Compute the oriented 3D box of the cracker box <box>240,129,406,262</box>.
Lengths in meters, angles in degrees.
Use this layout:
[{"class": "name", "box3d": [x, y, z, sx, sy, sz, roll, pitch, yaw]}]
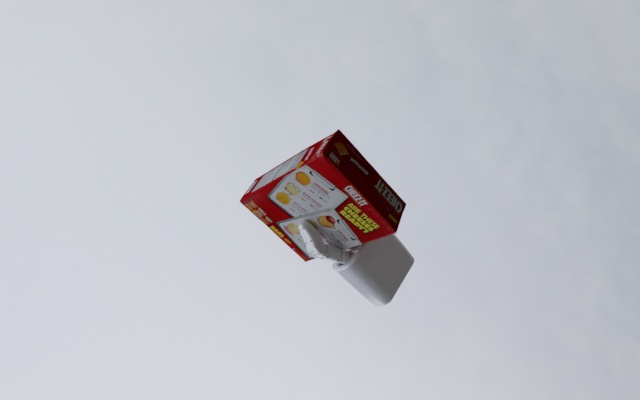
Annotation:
[{"class": "cracker box", "box3d": [0.000, 0.003, 0.754, 0.164, 0.072, 0.214, 45, -42, -19]}]
